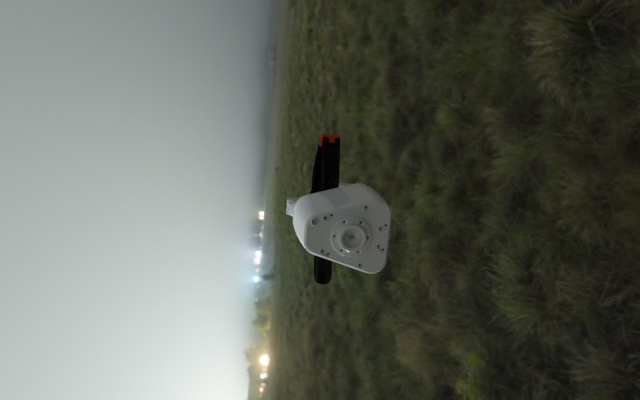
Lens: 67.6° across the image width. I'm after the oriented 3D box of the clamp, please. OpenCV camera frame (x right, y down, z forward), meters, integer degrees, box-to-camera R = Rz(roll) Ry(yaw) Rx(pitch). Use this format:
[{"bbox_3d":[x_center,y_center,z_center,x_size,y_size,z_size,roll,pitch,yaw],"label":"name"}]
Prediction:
[{"bbox_3d":[-0.001,0.002,0.732,0.036,0.210,0.164,3,11,-12],"label":"clamp"}]
